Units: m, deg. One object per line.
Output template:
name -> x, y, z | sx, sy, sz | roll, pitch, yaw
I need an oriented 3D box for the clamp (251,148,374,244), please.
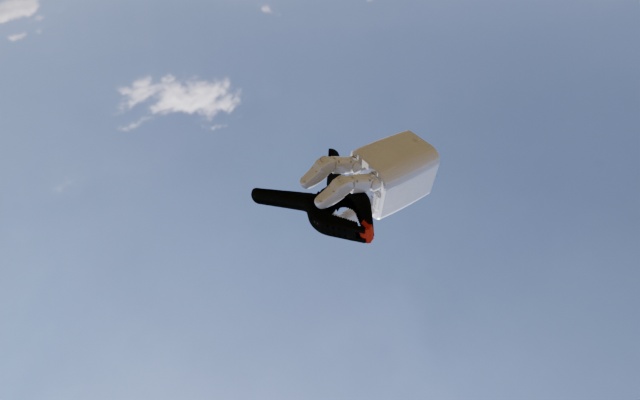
clamp -> 0.001, 0.003, 0.714 | 0.164, 0.036, 0.210 | -26, 42, -15
